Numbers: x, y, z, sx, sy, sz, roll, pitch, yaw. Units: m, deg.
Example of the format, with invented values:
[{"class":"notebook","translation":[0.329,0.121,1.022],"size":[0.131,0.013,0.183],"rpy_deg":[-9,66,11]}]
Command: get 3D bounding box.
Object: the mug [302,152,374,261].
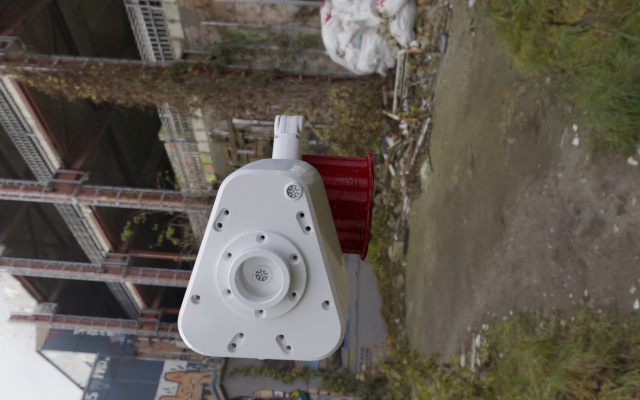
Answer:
[{"class":"mug","translation":[0.000,0.001,0.420],"size":[0.081,0.093,0.117],"rpy_deg":[4,5,1]}]
